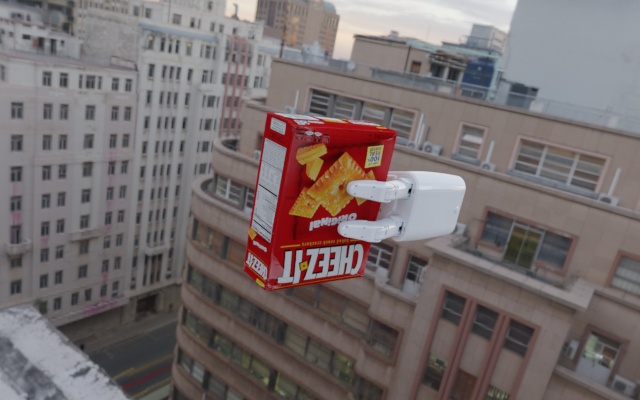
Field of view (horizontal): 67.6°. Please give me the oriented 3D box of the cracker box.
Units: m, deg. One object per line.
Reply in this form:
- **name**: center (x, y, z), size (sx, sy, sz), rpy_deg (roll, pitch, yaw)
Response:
- **cracker box**: center (0.000, 0.002, 0.621), size (0.164, 0.214, 0.072), rpy_deg (-1, 21, -36)
